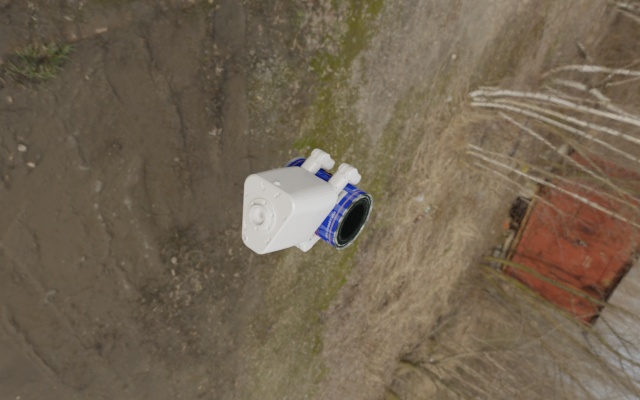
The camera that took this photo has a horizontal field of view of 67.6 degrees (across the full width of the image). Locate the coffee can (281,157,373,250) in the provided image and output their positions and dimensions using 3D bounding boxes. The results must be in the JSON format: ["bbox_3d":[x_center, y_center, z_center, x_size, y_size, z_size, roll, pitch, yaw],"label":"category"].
[{"bbox_3d":[0.000,0.003,0.789,0.140,0.103,0.103,30,14,26],"label":"coffee can"}]
